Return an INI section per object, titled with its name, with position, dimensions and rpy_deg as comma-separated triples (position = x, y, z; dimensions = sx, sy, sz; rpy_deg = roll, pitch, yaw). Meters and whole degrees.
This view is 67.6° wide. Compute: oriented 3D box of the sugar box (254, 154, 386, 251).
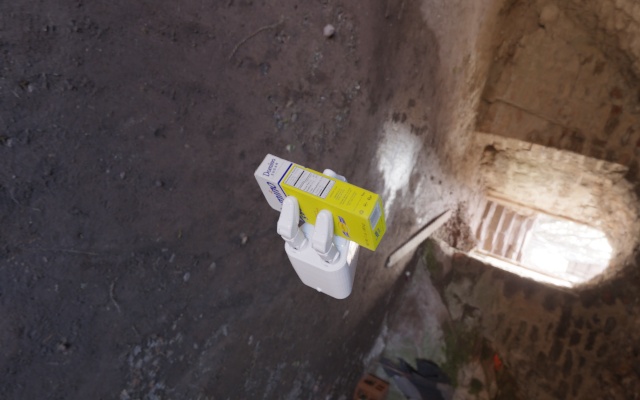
[sugar box]
position = 0.000, 0.003, 0.657
dimensions = 0.176, 0.048, 0.093
rpy_deg = 19, -27, 24
